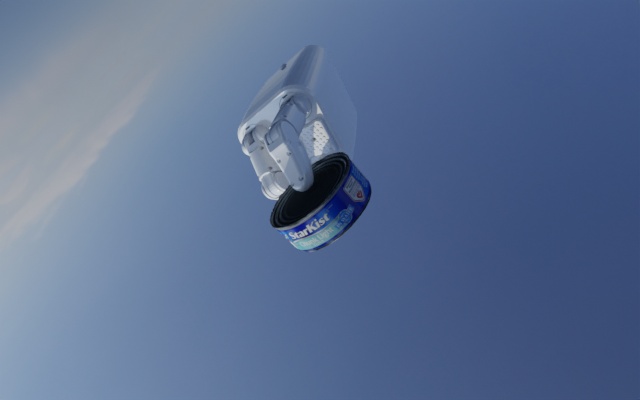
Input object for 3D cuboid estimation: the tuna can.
[{"bbox_3d":[0.000,0.002,0.401,0.034,0.086,0.086,46,-22,-22],"label":"tuna can"}]
